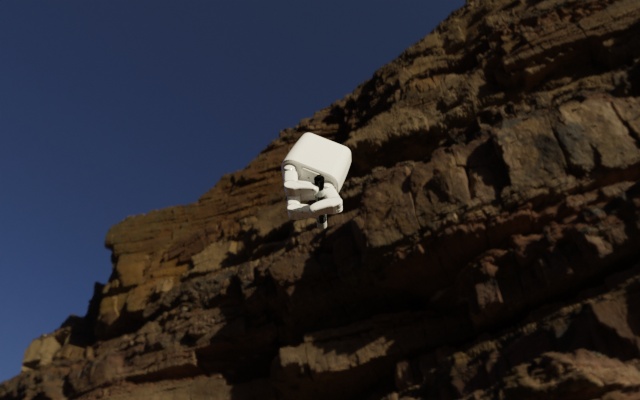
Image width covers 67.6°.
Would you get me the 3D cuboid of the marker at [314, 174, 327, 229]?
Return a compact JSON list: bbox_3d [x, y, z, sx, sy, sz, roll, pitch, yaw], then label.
[{"bbox_3d":[0.000,0.003,0.870,0.020,0.121,0.020,-2,40,2],"label":"marker"}]
